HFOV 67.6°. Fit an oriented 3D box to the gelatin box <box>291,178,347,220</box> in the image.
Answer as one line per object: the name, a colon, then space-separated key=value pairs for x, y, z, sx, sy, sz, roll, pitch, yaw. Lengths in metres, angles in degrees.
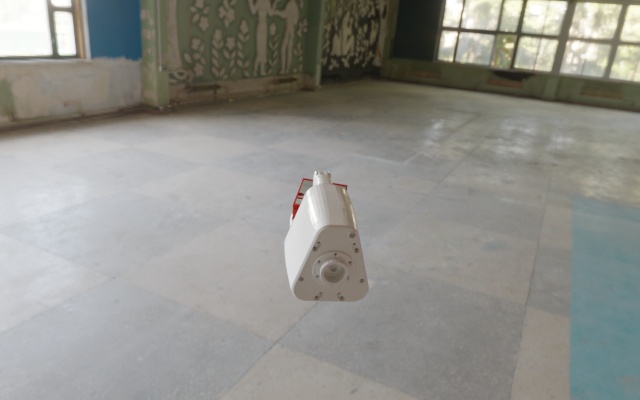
gelatin box: x=0.000 y=0.002 z=0.724 sx=0.073 sy=0.030 sz=0.089 roll=9 pitch=30 yaw=4
